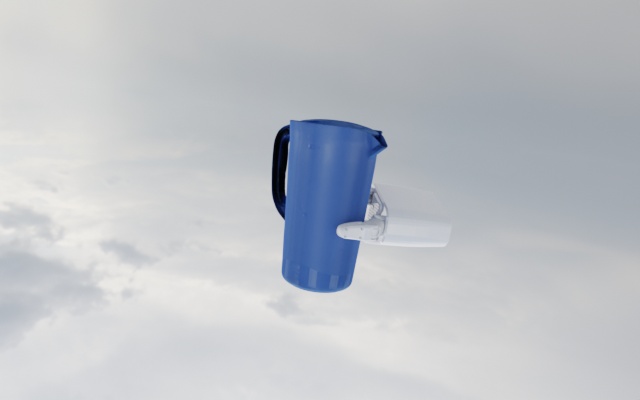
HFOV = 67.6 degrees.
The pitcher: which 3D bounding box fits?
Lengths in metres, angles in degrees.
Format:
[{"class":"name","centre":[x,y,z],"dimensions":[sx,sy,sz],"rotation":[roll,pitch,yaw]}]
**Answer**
[{"class":"pitcher","centre":[0.000,0.002,0.705],"dimensions":[0.145,0.243,0.149],"rotation":[6,10,-12]}]
